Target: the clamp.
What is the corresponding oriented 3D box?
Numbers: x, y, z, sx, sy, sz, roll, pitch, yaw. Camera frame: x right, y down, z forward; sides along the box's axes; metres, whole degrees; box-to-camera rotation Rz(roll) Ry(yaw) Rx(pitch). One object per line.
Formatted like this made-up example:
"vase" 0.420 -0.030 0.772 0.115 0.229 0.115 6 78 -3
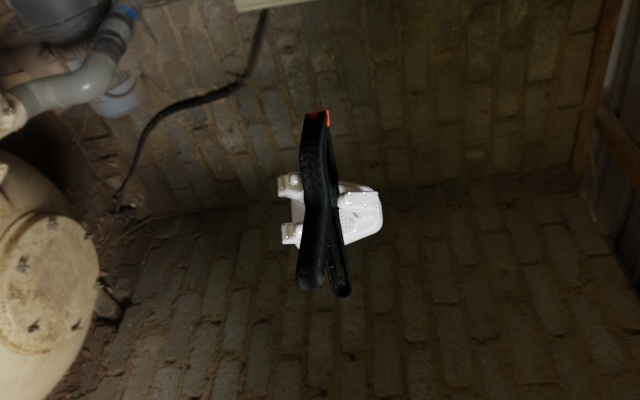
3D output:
"clamp" 0.001 0.001 0.501 0.036 0.210 0.164 -7 -8 12
